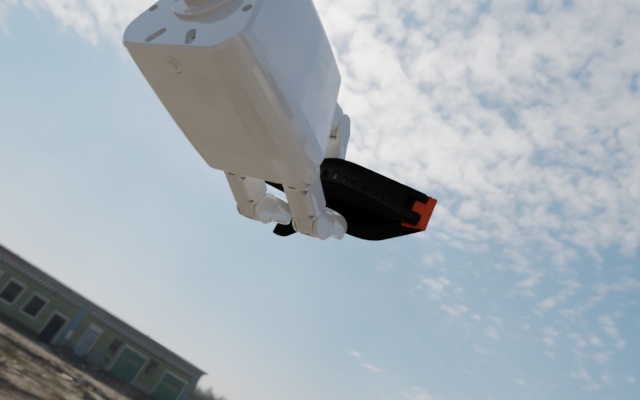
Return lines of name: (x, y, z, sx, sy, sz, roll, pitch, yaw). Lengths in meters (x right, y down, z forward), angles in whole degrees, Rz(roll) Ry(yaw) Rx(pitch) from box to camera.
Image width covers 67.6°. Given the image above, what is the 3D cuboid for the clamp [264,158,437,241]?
clamp: (0.001, 0.001, 0.420, 0.210, 0.036, 0.165, 13, -27, 30)
